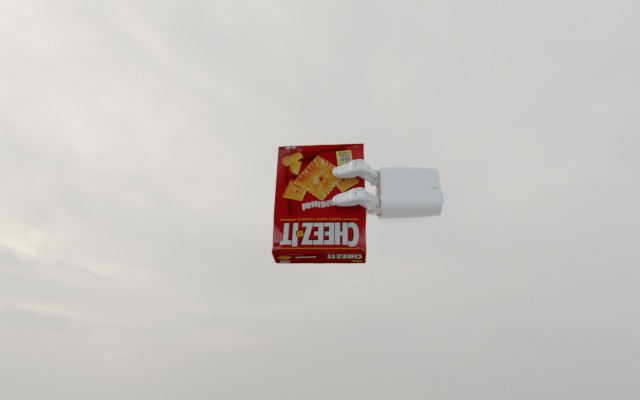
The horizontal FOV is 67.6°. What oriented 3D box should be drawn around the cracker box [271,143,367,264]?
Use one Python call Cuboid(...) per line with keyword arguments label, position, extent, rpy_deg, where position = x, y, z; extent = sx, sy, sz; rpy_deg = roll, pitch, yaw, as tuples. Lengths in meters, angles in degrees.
Cuboid(label="cracker box", position=(0.000, 0.003, 0.865), extent=(0.164, 0.213, 0.072), rpy_deg=(-1, -25, 4))
